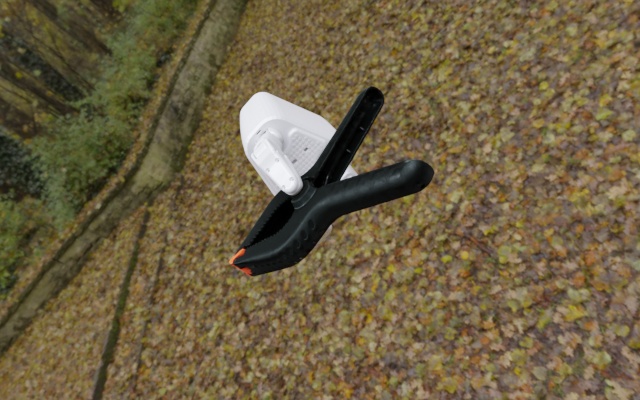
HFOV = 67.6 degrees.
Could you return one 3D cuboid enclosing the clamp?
[{"bbox_3d":[-0.001,0.001,0.414,0.036,0.210,0.164,38,13,-26],"label":"clamp"}]
